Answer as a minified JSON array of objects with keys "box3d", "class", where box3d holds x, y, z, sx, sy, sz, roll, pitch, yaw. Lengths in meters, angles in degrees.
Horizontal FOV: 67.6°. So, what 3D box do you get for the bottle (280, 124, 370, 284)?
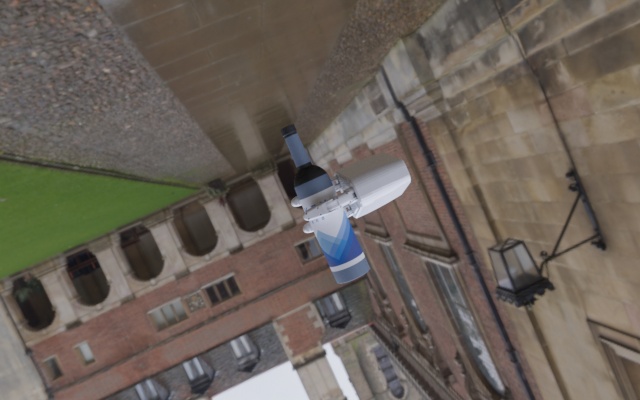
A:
[{"box3d":[0.000,0.003,0.864,0.069,0.296,0.069,-24,3,2],"class":"bottle"}]
